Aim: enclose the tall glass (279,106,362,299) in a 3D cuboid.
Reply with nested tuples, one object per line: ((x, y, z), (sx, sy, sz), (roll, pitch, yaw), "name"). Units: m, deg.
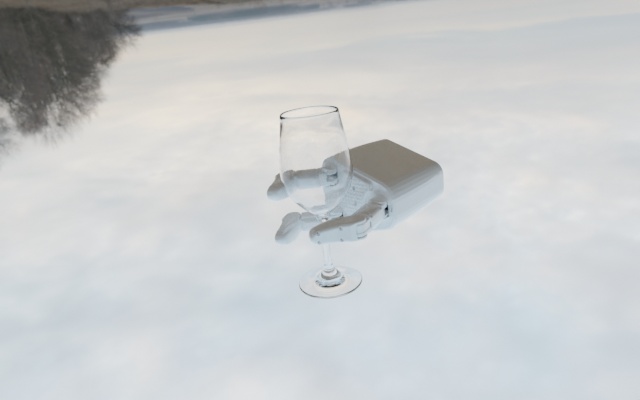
((0.000, 0.002, 0.522), (0.079, 0.201, 0.079), (-7, 21, 3), "tall glass")
